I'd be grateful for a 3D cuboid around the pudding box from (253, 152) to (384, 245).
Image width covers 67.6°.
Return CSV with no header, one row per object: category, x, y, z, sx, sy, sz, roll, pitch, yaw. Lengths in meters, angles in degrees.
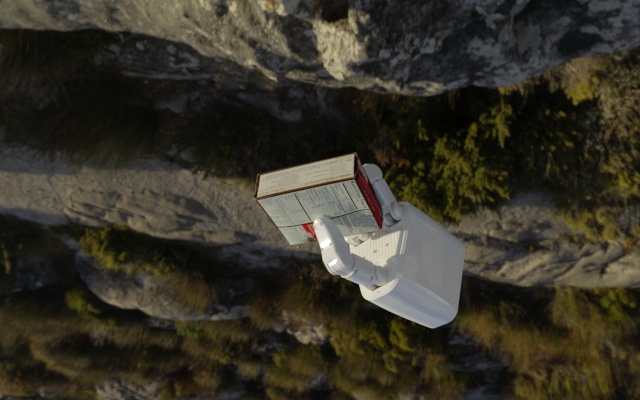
pudding box,0.000,0.002,0.502,0.113,0.039,0.090,-12,-43,18
